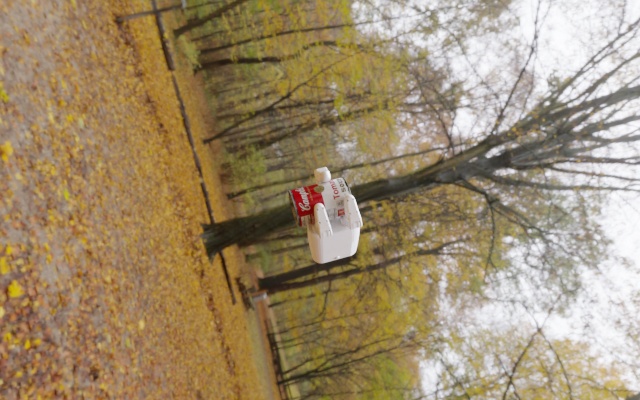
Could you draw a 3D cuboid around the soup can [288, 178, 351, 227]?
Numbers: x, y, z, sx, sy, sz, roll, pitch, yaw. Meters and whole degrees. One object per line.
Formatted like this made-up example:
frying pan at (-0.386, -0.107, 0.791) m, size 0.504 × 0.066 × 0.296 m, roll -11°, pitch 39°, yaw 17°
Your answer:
soup can at (0.000, 0.002, 0.853) m, size 0.102 × 0.068 × 0.068 m, roll -14°, pitch 2°, yaw -8°
